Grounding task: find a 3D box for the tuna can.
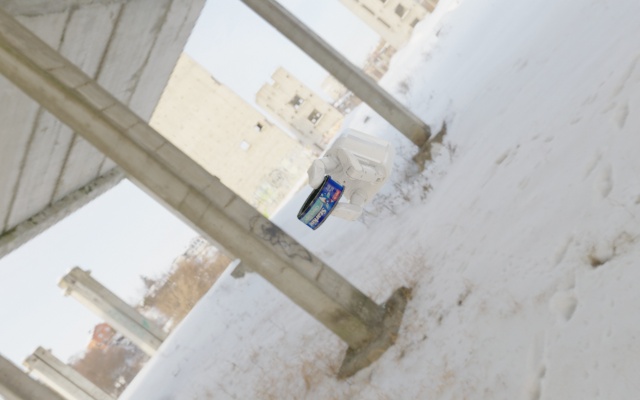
[{"bbox_3d":[0.000,0.002,0.742,0.034,0.086,0.086,36,-6,-8],"label":"tuna can"}]
